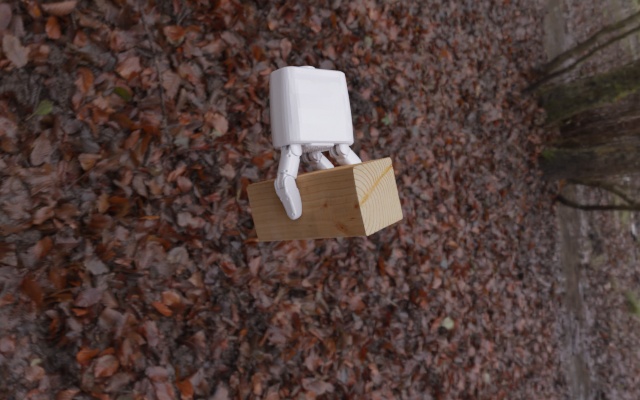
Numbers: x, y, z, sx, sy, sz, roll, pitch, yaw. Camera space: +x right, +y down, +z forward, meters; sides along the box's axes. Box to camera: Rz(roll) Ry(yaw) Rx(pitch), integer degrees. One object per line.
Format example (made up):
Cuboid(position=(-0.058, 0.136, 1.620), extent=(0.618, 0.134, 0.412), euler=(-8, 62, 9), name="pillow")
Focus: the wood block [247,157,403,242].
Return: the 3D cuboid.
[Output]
Cuboid(position=(0.000, 0.002, 0.689), extent=(0.206, 0.090, 0.091), euler=(-7, 7, 42), name="wood block")
